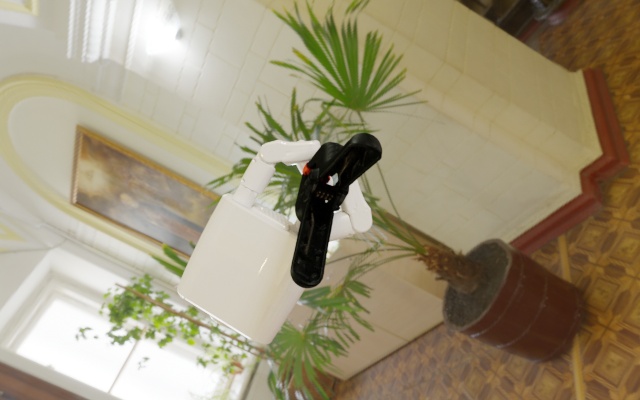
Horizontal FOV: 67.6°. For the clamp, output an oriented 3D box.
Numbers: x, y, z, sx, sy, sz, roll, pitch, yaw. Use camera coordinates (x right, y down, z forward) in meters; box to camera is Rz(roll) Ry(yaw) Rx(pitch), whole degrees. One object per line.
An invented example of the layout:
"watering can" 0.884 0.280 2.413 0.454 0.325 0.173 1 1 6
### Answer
"clamp" 0.000 0.001 0.405 0.039 0.120 0.171 29 1 -9
